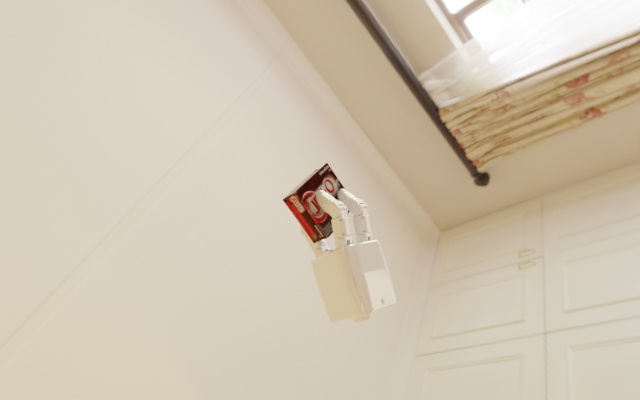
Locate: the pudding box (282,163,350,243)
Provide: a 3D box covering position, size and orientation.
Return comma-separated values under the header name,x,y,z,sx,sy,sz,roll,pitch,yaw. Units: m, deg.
name,x,y,z,sx,sy,sz,roll,pitch,yaw
pudding box,0.000,0.003,0.787,0.039,0.090,0.113,-26,13,38
